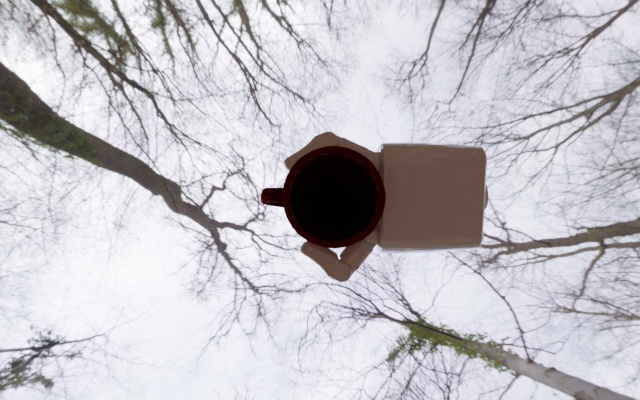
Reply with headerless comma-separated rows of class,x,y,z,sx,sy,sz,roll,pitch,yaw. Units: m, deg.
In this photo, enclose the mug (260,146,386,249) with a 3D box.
mug,-0.001,0.002,0.467,0.117,0.093,0.081,1,-8,0
